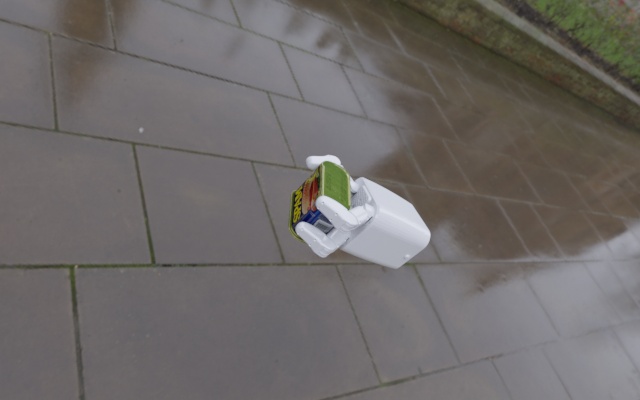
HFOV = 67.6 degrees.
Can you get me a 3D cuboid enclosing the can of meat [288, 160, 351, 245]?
[{"bbox_3d":[0.000,0.002,0.701,0.057,0.102,0.084,27,-51,-22],"label":"can of meat"}]
